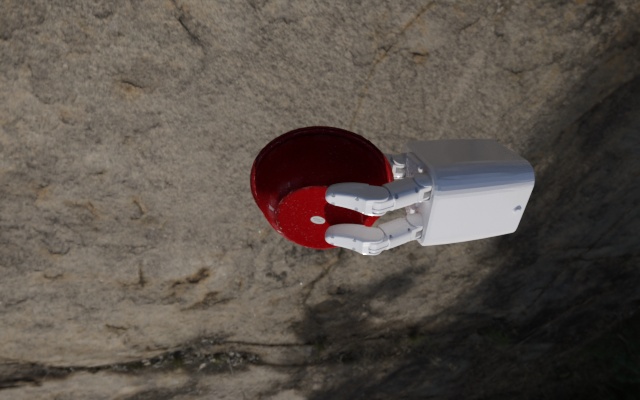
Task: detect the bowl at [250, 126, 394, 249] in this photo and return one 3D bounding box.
[{"bbox_3d":[-0.001,0.002,0.516,0.162,0.162,0.055,0,42,4],"label":"bowl"}]
